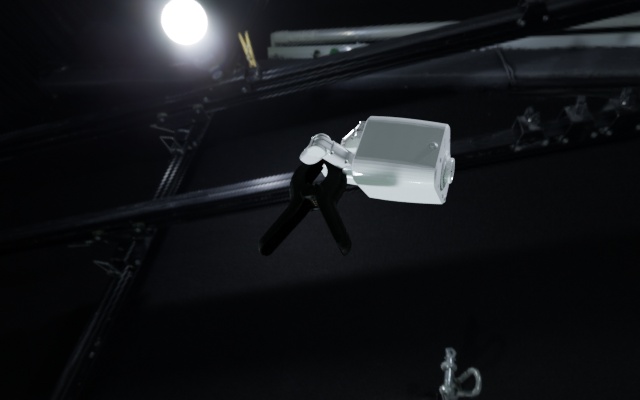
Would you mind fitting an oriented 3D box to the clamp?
[{"bbox_3d":[0.000,0.002,0.611,0.120,0.171,0.039,9,-29,22],"label":"clamp"}]
